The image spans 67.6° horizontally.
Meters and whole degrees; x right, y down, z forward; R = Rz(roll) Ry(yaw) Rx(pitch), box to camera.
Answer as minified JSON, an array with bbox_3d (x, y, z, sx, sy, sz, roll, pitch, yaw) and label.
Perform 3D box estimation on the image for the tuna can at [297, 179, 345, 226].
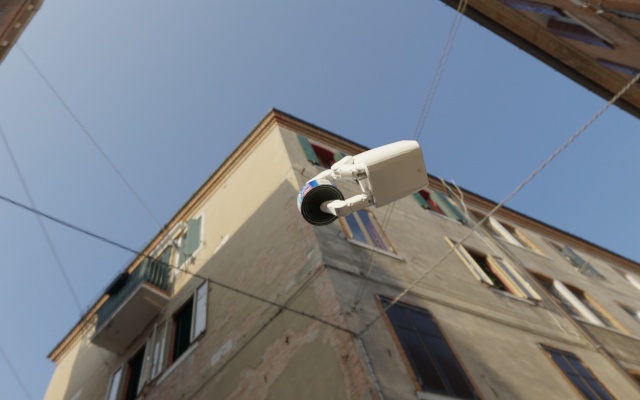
[{"bbox_3d":[0.000,0.003,0.899,0.086,0.086,0.033,0,25,-18],"label":"tuna can"}]
